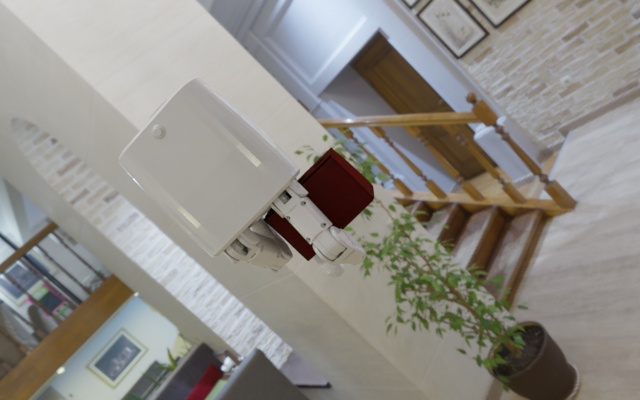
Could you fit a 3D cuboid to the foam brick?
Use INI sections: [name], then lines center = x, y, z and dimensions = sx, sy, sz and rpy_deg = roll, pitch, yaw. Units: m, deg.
[foam brick]
center = 0.000, 0.001, 0.401
dimensions = 0.078, 0.051, 0.053
rpy_deg = -44, 7, 11
